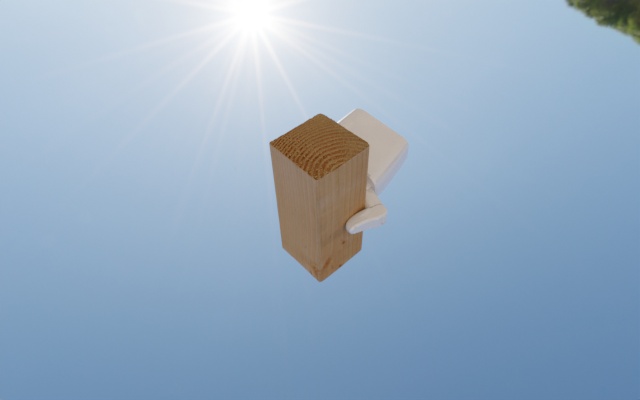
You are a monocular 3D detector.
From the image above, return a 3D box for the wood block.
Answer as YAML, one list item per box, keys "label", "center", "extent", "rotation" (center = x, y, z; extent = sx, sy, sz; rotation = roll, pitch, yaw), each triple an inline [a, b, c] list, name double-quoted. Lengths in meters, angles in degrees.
- label: "wood block"
  center: [0.001, 0.002, 0.644]
  extent: [0.090, 0.206, 0.090]
  rotation: [-35, 55, -27]
